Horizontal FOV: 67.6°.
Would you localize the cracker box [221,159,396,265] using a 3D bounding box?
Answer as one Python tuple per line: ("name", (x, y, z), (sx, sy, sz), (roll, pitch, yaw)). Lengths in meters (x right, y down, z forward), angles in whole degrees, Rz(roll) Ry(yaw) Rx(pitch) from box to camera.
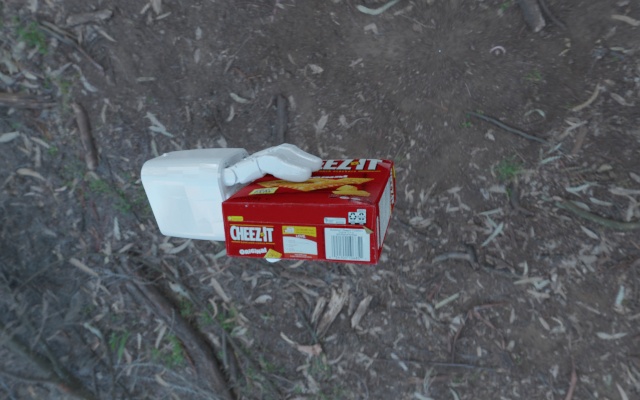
("cracker box", (0.000, 0.002, 0.578), (0.164, 0.072, 0.213), (1, 17, 13))
